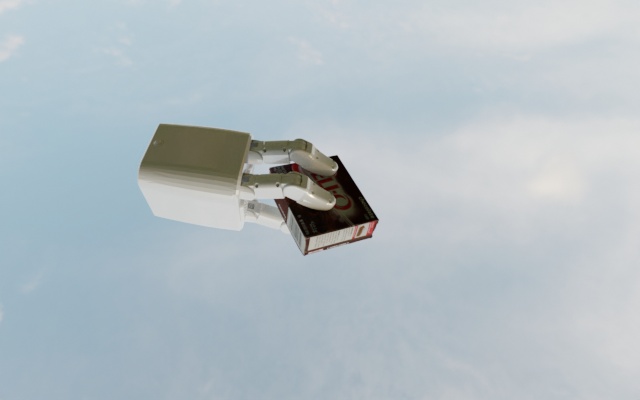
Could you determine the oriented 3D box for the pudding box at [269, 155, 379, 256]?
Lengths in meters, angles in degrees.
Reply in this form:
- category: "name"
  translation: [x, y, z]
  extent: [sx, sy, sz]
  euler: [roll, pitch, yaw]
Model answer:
- category: "pudding box"
  translation: [0.000, 0.002, 0.547]
  extent: [0.090, 0.113, 0.039]
  euler: [-13, -36, -22]
